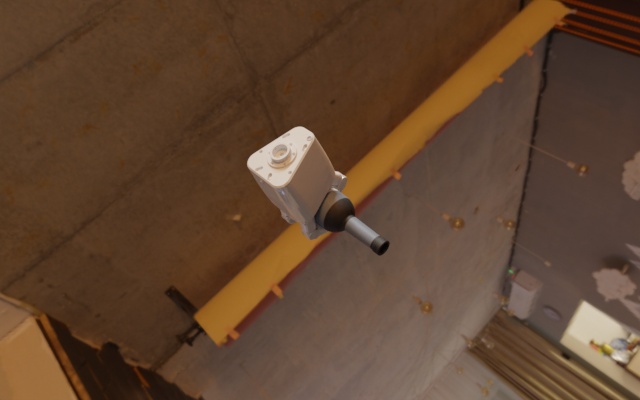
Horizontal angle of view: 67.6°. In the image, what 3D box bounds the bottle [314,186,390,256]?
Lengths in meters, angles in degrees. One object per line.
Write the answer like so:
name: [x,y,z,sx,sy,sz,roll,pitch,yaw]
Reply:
bottle: [0.000,0.003,0.823,0.295,0.069,0.069,36,22,34]
